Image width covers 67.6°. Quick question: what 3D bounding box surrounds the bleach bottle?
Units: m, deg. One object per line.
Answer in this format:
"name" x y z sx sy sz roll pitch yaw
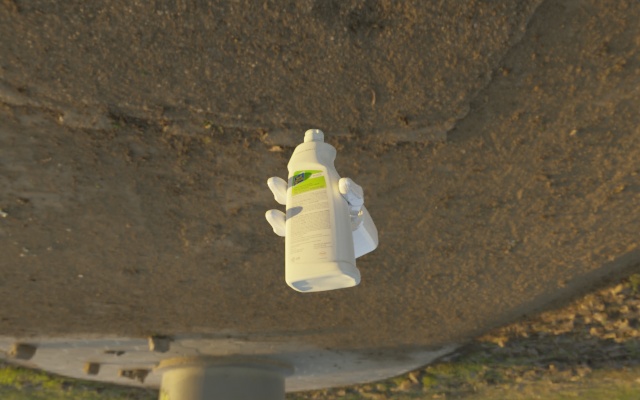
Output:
"bleach bottle" 0.000 0.002 0.703 0.102 0.250 0.068 -11 -30 17
